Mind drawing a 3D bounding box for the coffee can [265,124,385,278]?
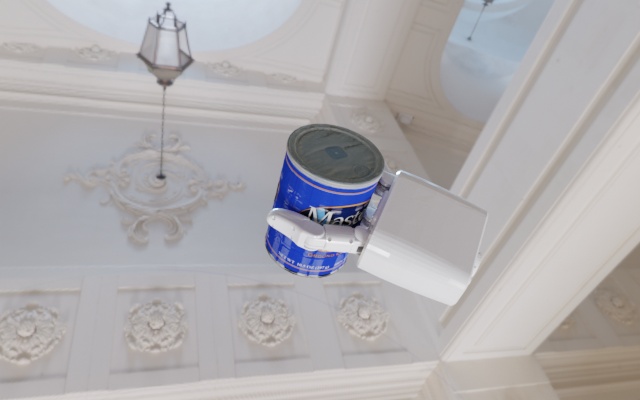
[{"bbox_3d":[0.000,0.002,0.529,0.103,0.140,0.102,11,40,-9],"label":"coffee can"}]
